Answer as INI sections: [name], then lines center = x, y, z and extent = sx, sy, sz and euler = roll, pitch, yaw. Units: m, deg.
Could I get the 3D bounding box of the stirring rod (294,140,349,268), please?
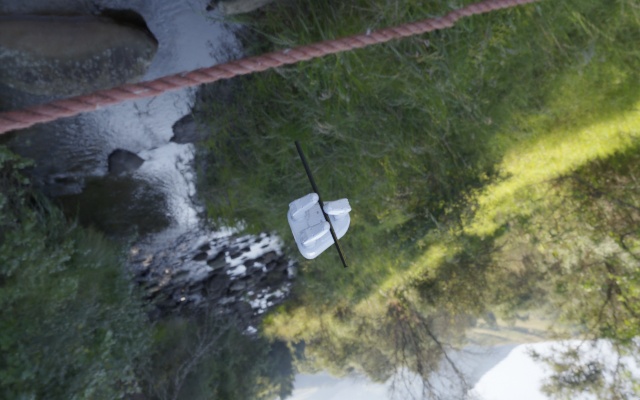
[stirring rod]
center = 0.000, 0.003, 0.826
extent = 0.011, 0.239, 0.011
euler = -21, -14, -5
